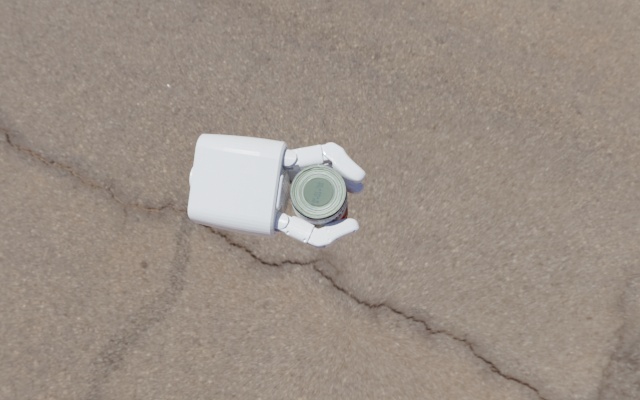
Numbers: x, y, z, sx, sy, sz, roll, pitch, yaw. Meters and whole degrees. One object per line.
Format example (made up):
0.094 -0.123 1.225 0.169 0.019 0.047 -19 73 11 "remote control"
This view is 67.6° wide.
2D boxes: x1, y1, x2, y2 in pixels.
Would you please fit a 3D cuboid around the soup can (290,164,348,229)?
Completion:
0.001 0.002 0.594 0.068 0.068 0.102 0 -15 3 "soup can"
